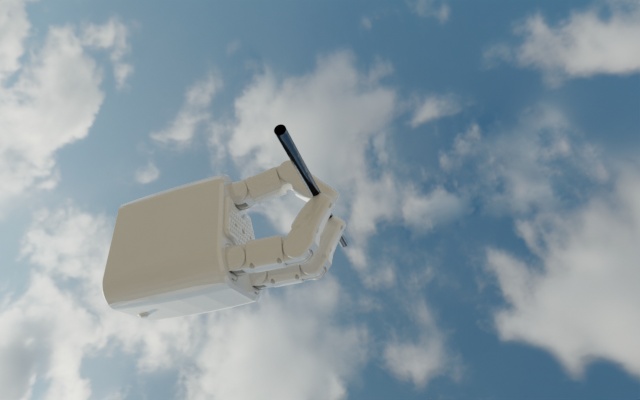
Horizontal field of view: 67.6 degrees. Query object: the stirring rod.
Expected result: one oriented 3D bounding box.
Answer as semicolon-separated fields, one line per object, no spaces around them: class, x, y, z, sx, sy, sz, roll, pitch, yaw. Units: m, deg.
stirring rod;0.000;0.001;0.404;0.011;0.011;0.240;0;-22;13
